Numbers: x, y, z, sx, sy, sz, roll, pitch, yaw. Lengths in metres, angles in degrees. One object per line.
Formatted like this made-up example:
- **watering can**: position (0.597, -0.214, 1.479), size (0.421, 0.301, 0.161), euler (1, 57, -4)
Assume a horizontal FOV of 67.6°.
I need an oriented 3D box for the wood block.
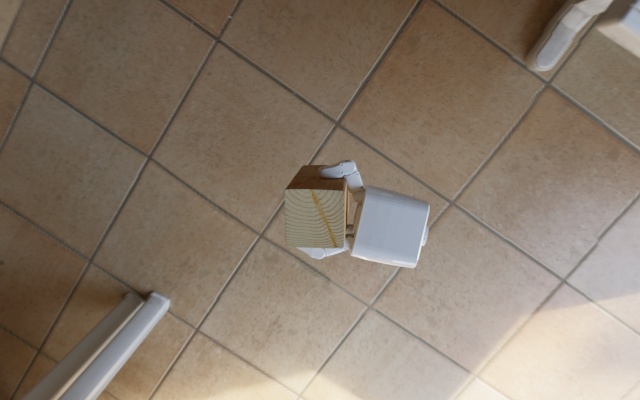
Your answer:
- **wood block**: position (0.001, 0.002, 0.794), size (0.090, 0.091, 0.206), euler (1, 14, 5)
